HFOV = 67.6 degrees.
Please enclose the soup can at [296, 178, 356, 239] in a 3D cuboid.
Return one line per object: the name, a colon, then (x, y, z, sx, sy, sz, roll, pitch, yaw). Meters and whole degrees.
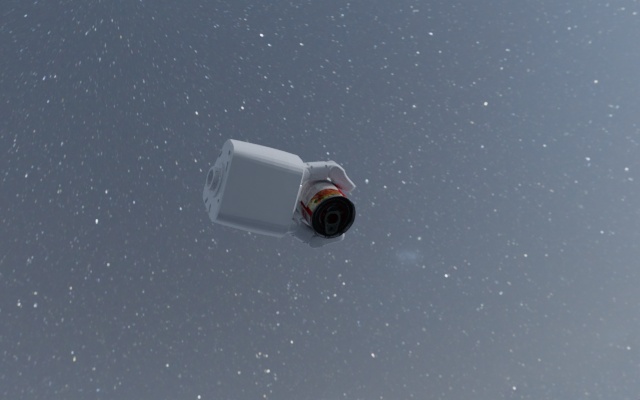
soup can: (0.000, 0.002, 0.707, 0.068, 0.068, 0.102, 0, 26, -24)
